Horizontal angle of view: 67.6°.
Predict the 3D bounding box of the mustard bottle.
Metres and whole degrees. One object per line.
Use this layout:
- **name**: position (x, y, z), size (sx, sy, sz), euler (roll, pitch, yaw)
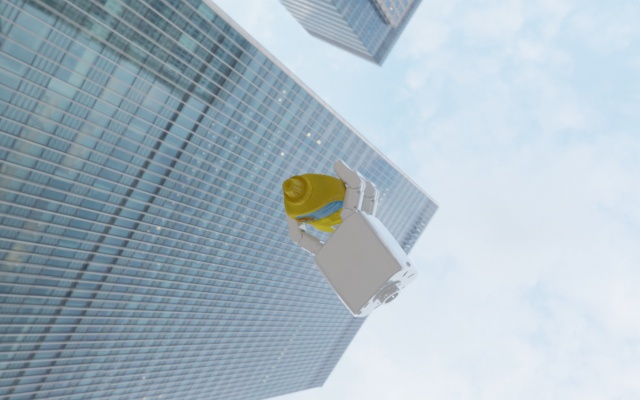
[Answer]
- **mustard bottle**: position (0.000, 0.002, 0.719), size (0.096, 0.058, 0.192), euler (-21, -22, 22)
